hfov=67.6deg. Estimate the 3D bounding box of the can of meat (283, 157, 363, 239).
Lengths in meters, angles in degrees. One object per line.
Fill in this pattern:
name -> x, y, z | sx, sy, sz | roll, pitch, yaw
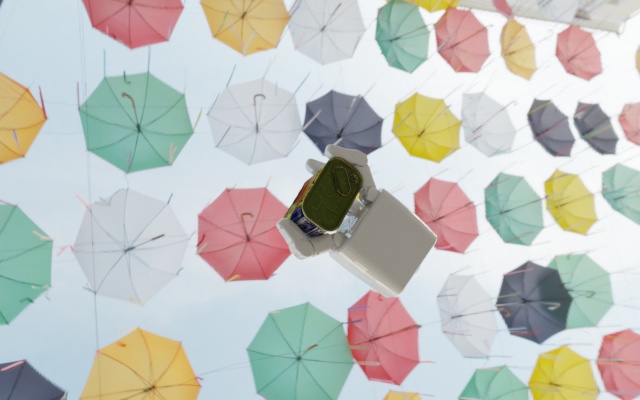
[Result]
can of meat -> 0.000, 0.002, 0.640 | 0.057, 0.102, 0.084 | 37, -28, -11
